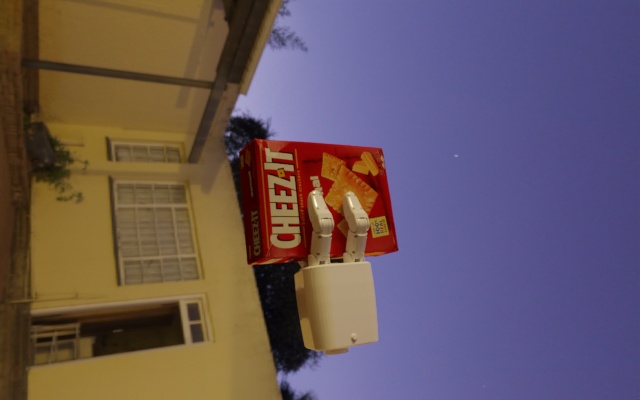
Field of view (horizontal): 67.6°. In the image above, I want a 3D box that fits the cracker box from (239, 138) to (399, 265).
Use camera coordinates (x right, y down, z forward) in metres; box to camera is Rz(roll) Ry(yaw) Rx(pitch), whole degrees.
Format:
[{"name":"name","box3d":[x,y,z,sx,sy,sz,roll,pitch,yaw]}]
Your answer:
[{"name":"cracker box","box3d":[0.000,0.002,0.685,0.214,0.164,0.072,0,-14,-30]}]
